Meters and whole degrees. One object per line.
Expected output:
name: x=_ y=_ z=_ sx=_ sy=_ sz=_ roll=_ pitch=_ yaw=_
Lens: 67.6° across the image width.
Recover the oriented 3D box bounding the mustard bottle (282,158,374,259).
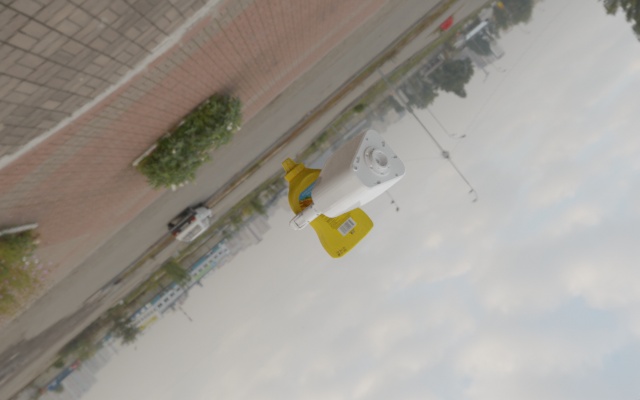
mustard bottle: x=0.000 y=0.003 z=0.840 sx=0.096 sy=0.191 sz=0.058 roll=-41 pitch=4 yaw=-17
